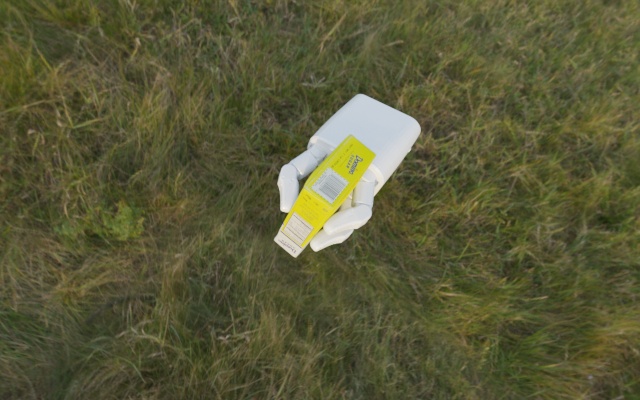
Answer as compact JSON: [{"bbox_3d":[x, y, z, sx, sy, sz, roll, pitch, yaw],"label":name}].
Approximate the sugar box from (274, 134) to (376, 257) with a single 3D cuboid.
[{"bbox_3d":[0.001,0.002,0.590,0.048,0.093,0.176,38,-28,5],"label":"sugar box"}]
